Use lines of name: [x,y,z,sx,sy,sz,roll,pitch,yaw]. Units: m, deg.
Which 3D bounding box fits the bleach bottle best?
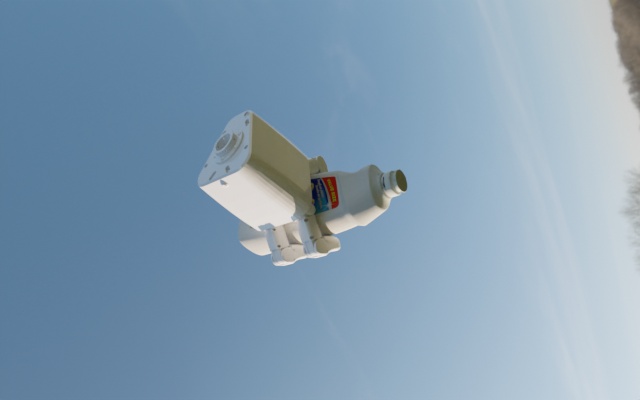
bleach bottle: [0.000,0.002,0.642,0.251,0.102,0.068,-19,-42,35]
